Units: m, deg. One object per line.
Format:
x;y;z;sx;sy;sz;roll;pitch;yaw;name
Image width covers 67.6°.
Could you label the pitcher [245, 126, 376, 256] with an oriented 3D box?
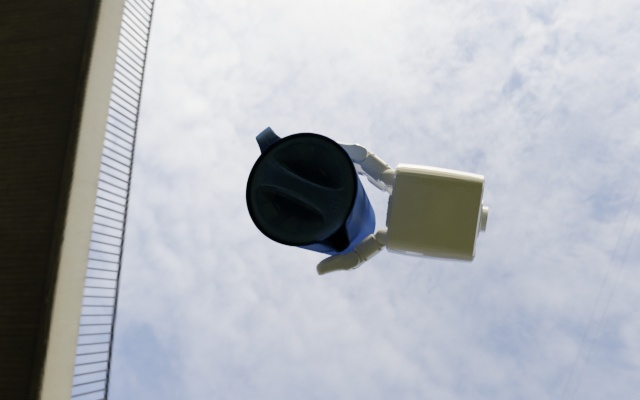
0.000;0.002;0.648;0.145;0.149;0.243;6;-11;16;pitcher
